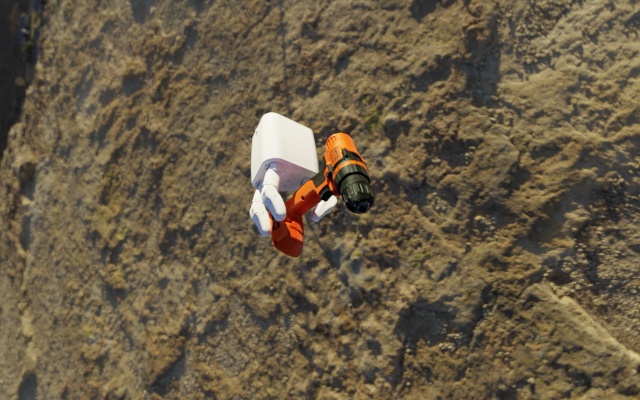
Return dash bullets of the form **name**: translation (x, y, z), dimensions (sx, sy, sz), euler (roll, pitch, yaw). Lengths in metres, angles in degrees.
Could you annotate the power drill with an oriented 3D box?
- **power drill**: translation (0.000, 0.003, 0.741), dimensions (0.057, 0.188, 0.184), euler (34, 24, -28)
